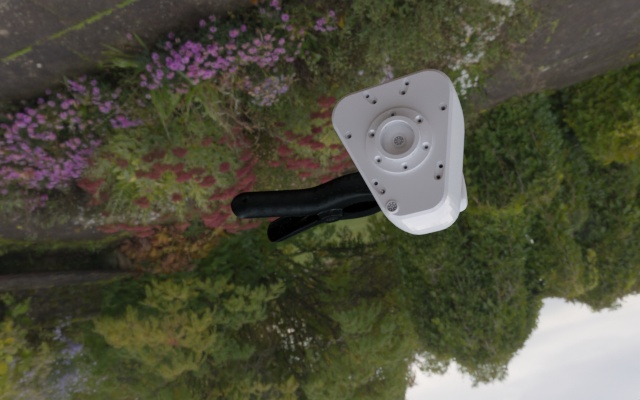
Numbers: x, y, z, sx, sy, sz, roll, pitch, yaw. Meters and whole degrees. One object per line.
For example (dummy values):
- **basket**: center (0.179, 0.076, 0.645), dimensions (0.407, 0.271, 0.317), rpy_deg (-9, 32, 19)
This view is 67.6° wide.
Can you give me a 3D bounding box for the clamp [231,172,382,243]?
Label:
- **clamp**: center (0.000, 0.002, 0.474), dimensions (0.171, 0.039, 0.120), rpy_deg (-19, -16, 16)
